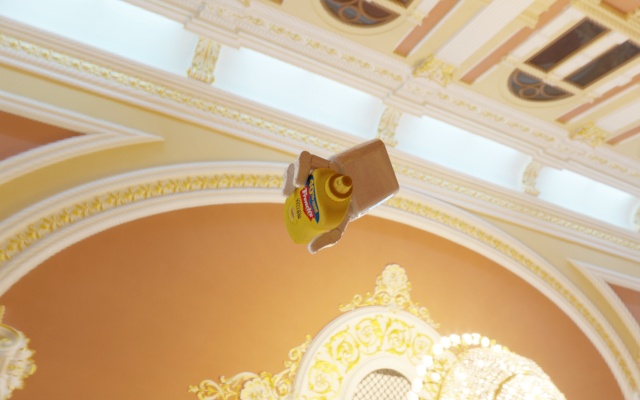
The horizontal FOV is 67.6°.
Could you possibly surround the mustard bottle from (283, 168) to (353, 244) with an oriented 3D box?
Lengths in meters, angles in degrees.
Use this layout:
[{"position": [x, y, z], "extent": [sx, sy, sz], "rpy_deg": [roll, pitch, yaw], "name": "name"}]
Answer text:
[{"position": [0.000, 0.003, 0.757], "extent": [0.058, 0.096, 0.192], "rpy_deg": [1, -19, -25], "name": "mustard bottle"}]
